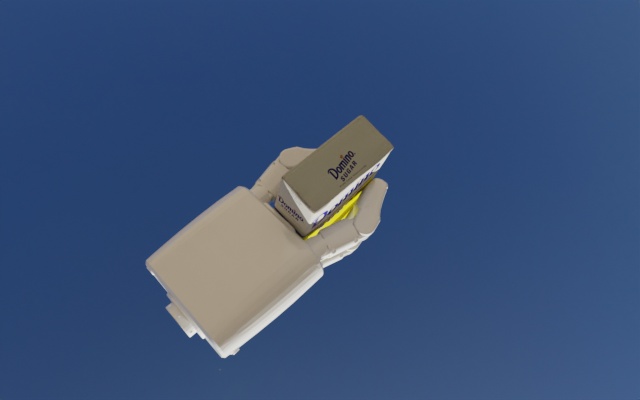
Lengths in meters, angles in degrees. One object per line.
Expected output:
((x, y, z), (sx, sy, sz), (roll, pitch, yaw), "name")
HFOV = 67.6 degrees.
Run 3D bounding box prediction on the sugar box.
((0.000, 0.002, 0.450), (0.093, 0.048, 0.176), (-40, -7, -21), "sugar box")
